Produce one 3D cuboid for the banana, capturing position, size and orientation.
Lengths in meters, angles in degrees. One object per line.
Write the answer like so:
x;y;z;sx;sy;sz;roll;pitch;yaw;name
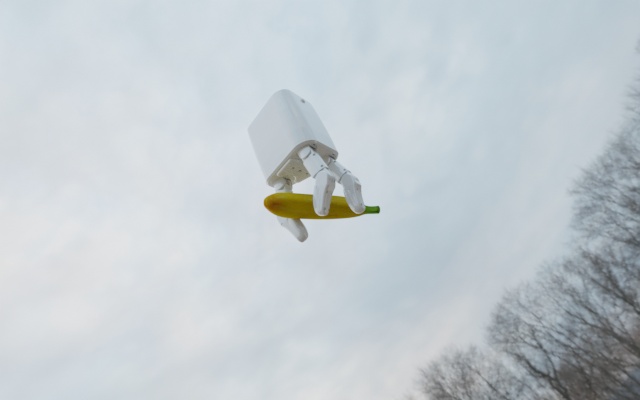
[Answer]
-0.008;0.007;0.695;0.198;0.037;0.069;2;-14;-35;banana
